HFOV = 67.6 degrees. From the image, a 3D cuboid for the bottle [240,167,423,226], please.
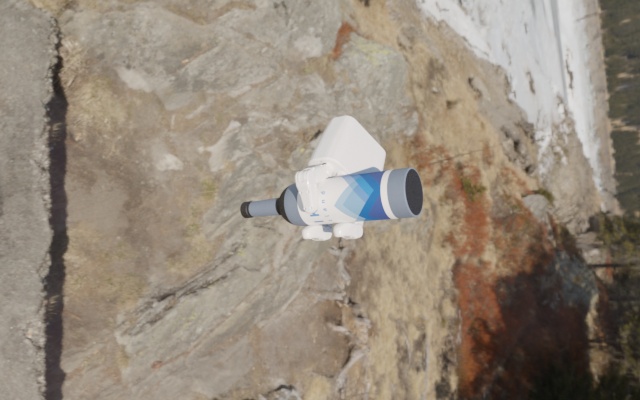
[{"bbox_3d":[0.000,0.002,0.707,0.296,0.069,0.069,-6,-3,32],"label":"bottle"}]
